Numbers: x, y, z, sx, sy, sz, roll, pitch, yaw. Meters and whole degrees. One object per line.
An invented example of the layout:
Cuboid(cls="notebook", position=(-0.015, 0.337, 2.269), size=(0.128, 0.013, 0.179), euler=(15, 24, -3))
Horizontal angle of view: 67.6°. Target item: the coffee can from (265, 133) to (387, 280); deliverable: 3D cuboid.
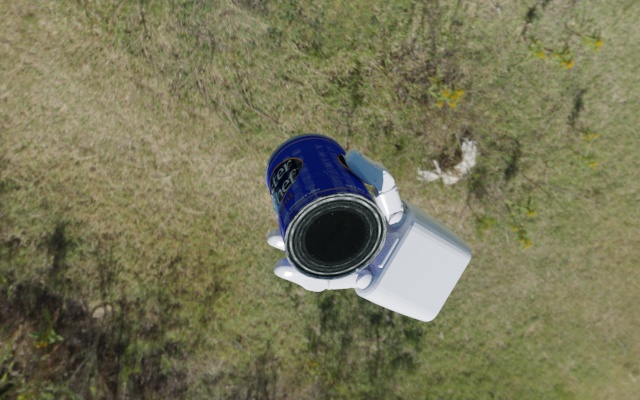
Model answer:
Cuboid(cls="coffee can", position=(0.000, 0.001, 0.515), size=(0.103, 0.103, 0.140), euler=(0, 31, -15))
